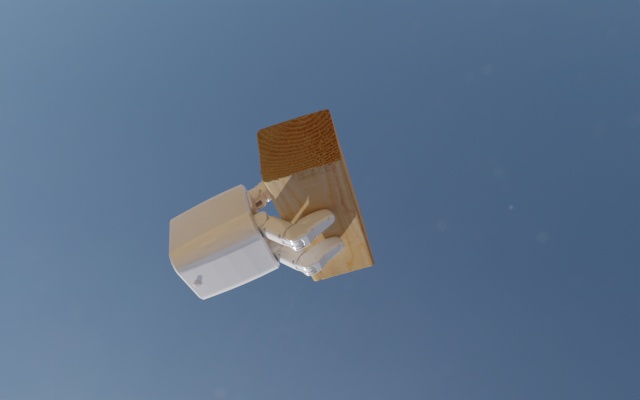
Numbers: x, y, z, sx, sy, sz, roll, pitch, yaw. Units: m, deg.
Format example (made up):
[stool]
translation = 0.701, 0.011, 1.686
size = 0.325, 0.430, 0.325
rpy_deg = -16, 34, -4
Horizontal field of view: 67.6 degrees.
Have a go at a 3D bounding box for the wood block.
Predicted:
[wood block]
translation = 0.000, 0.002, 0.598
size = 0.090, 0.090, 0.206
rpy_deg = -16, -42, 4
